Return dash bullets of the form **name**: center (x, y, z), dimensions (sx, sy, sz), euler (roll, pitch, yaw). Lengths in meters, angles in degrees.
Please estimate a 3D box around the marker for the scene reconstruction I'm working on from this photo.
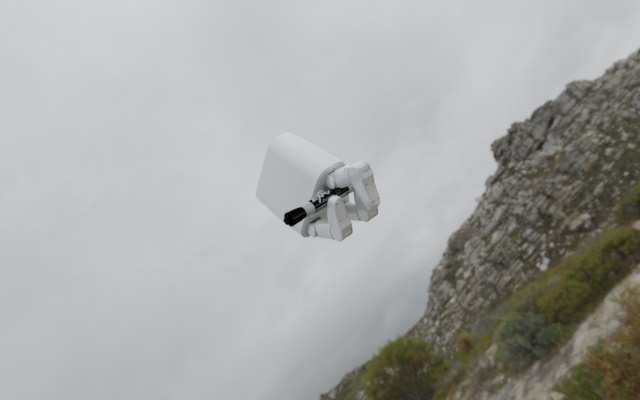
- **marker**: center (0.000, 0.002, 0.609), dimensions (0.121, 0.020, 0.020), euler (-29, 19, -37)
